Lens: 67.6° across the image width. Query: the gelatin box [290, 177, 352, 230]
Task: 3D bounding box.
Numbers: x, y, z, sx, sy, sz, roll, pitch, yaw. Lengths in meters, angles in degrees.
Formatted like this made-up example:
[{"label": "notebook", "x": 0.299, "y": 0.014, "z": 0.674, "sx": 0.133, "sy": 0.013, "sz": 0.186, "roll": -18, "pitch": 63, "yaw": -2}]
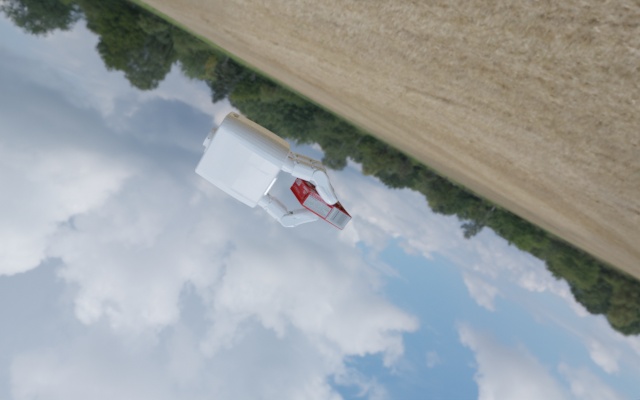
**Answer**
[{"label": "gelatin box", "x": 0.000, "y": 0.003, "z": 0.765, "sx": 0.089, "sy": 0.030, "sz": 0.073, "roll": 33, "pitch": 9, "yaw": -25}]
